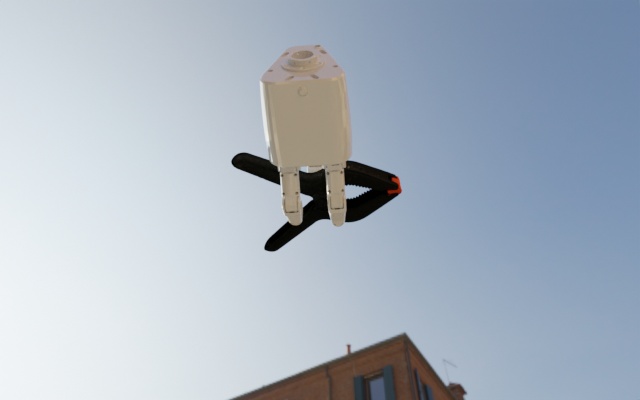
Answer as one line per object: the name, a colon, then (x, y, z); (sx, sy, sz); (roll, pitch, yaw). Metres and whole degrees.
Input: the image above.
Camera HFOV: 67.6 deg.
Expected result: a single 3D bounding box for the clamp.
clamp: (0.001, 0.001, 0.632); (0.210, 0.165, 0.036); (-3, 40, 3)
